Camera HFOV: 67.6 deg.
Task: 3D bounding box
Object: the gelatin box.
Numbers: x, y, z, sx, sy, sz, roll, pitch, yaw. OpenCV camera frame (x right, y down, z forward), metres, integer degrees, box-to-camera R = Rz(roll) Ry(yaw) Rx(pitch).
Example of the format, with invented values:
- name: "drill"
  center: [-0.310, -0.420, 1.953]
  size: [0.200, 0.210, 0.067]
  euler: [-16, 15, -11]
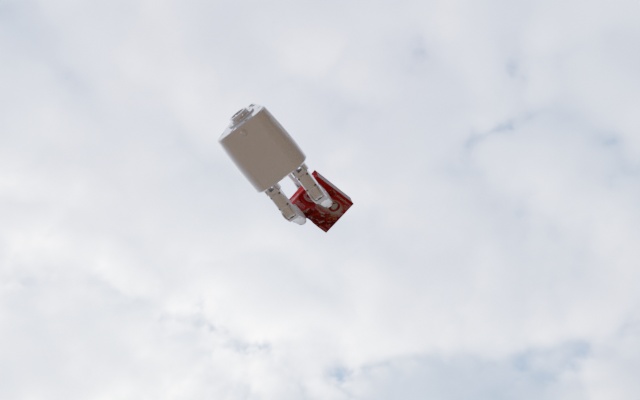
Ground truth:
- name: "gelatin box"
  center: [0.000, 0.003, 0.821]
  size: [0.089, 0.073, 0.030]
  euler: [37, 15, -23]
